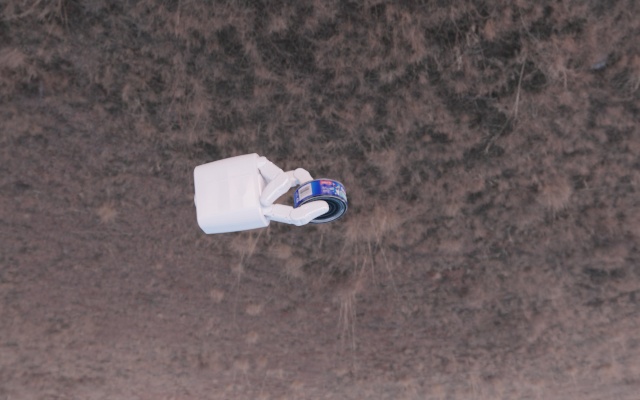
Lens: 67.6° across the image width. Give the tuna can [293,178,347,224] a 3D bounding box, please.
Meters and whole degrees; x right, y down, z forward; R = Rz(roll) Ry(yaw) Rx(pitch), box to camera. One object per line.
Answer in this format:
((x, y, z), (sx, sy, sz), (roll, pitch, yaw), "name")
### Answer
((0.000, 0.003, 0.773), (0.086, 0.033, 0.086), (-5, -34, -4), "tuna can")
